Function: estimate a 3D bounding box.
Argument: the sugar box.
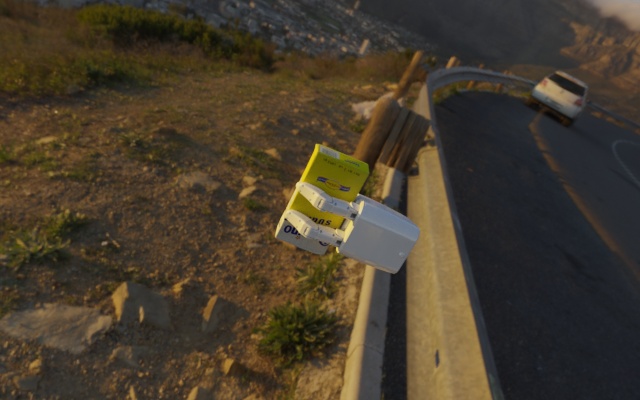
[{"bbox_3d":[0.000,0.003,0.790,0.093,0.176,0.048,22,25,-9],"label":"sugar box"}]
